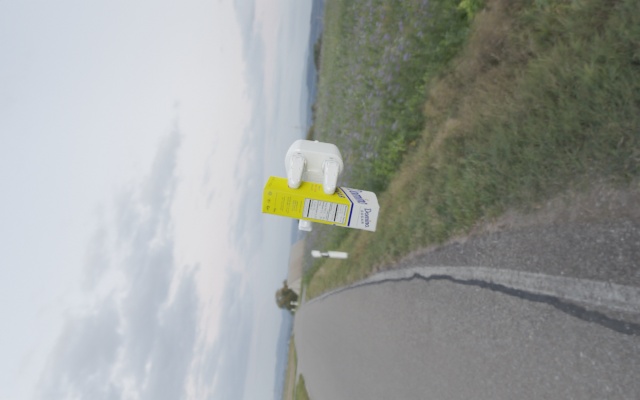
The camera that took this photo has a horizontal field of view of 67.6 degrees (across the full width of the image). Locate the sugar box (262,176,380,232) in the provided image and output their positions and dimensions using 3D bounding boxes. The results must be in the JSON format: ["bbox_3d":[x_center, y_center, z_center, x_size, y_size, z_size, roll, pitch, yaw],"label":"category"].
[{"bbox_3d":[0.000,0.002,0.748,0.176,0.048,0.093,7,16,-2],"label":"sugar box"}]
